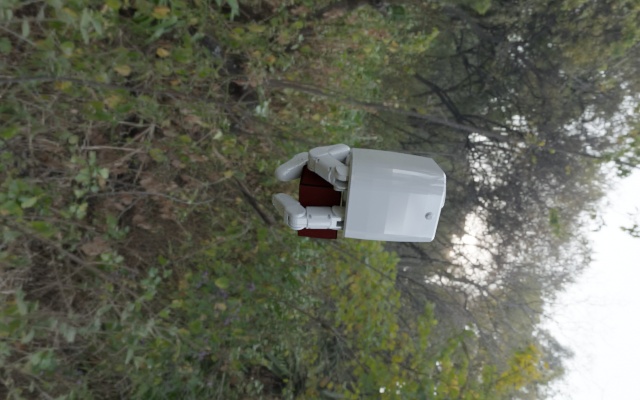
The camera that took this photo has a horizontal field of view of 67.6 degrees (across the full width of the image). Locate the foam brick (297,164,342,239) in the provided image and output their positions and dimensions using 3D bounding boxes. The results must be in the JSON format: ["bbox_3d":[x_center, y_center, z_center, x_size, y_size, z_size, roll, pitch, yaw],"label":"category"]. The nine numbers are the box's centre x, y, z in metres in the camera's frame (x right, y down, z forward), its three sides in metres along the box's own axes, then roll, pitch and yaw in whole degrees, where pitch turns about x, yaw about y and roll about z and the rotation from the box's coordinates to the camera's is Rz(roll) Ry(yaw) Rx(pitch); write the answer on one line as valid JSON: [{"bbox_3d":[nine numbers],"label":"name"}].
[{"bbox_3d":[0.000,0.002,0.593,0.051,0.078,0.053,5,33,2],"label":"foam brick"}]
